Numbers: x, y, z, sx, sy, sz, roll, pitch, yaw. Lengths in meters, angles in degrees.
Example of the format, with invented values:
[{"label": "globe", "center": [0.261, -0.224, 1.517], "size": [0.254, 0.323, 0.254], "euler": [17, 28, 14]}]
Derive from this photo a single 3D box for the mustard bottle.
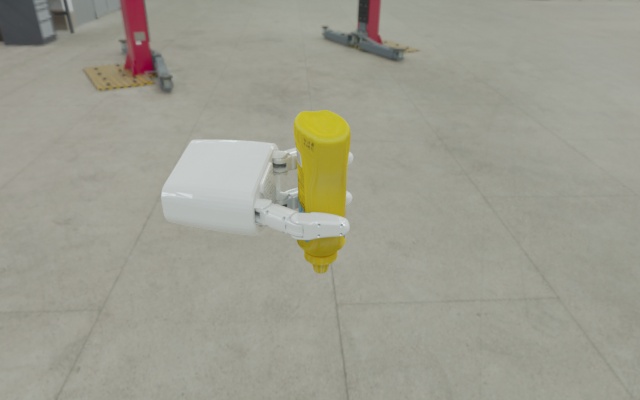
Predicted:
[{"label": "mustard bottle", "center": [0.000, 0.002, 0.544], "size": [0.058, 0.192, 0.096], "euler": [-6, 29, -12]}]
